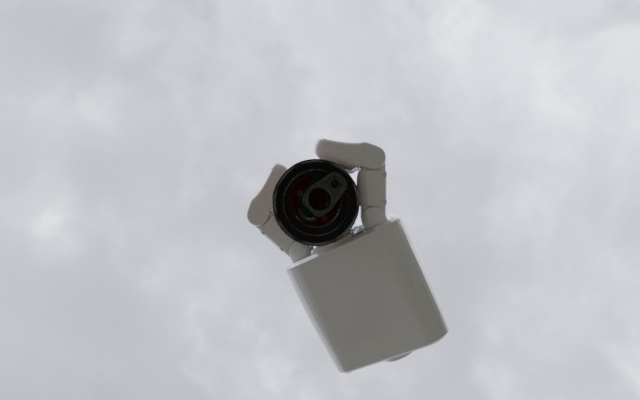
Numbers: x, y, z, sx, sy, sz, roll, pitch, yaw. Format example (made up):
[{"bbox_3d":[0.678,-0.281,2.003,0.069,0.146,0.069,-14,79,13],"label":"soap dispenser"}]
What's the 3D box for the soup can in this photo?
[{"bbox_3d":[0.000,0.001,0.417,0.068,0.068,0.102,0,0,4],"label":"soup can"}]
